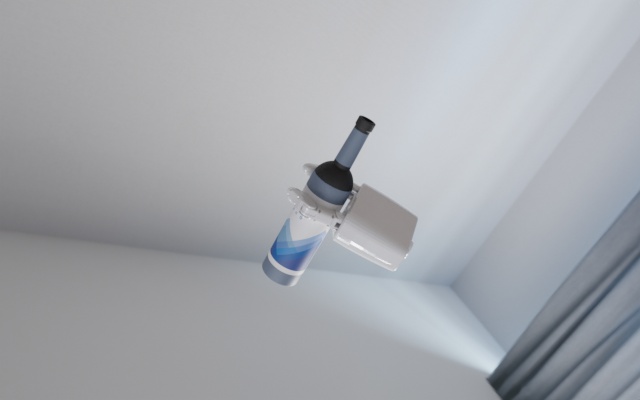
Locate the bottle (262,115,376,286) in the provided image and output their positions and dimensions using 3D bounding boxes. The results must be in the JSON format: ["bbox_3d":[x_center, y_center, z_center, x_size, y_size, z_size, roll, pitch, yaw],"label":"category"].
[{"bbox_3d":[0.000,0.003,0.740,0.069,0.296,0.069,25,23,-11],"label":"bottle"}]
